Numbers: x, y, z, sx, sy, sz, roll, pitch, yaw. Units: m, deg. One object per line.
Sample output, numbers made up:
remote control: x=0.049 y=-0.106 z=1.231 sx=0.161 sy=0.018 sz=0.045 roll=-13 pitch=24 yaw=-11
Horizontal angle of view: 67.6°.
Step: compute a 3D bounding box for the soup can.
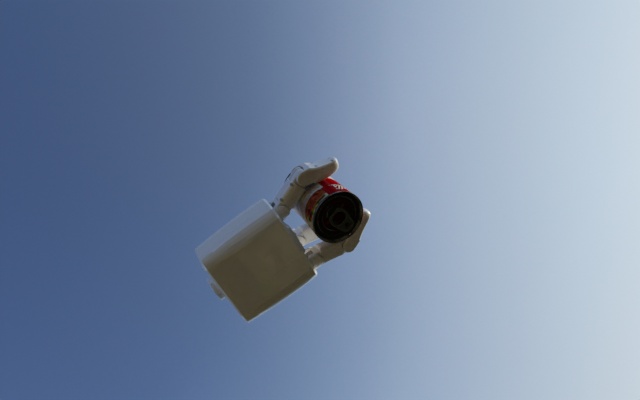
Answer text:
soup can: x=0.000 y=0.002 z=0.610 sx=0.068 sy=0.068 sz=0.102 roll=0 pitch=22 yaw=-28
